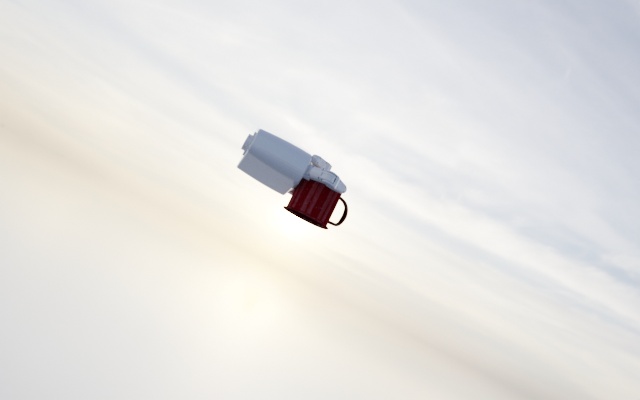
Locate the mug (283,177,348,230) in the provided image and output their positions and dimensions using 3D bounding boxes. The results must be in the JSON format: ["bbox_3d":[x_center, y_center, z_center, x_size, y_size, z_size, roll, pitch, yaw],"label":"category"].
[{"bbox_3d":[0.001,0.003,0.881,0.117,0.081,0.093,29,-9,-15],"label":"mug"}]
